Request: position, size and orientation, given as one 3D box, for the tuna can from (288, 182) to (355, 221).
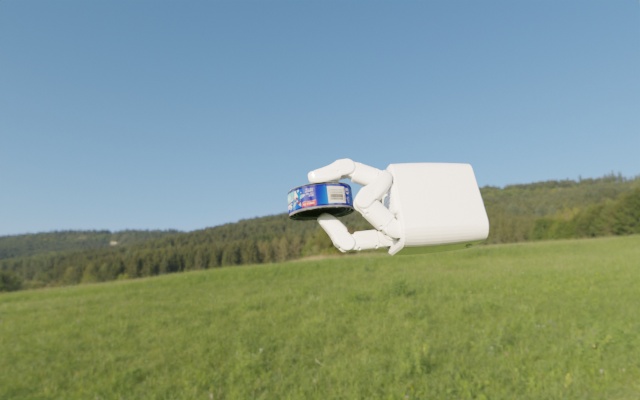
[{"bbox_3d":[0.000,0.001,0.623,0.086,0.033,0.086,-6,-12,-1],"label":"tuna can"}]
